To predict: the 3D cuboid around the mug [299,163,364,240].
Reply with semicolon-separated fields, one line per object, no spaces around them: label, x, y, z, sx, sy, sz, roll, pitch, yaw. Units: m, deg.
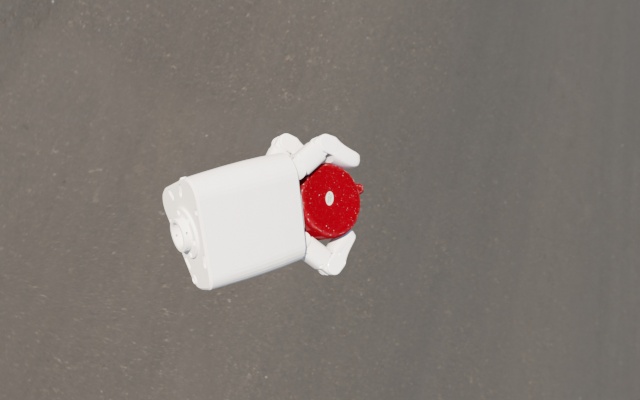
mug;0.001;0.002;0.546;0.117;0.093;0.081;-16;1;-35
